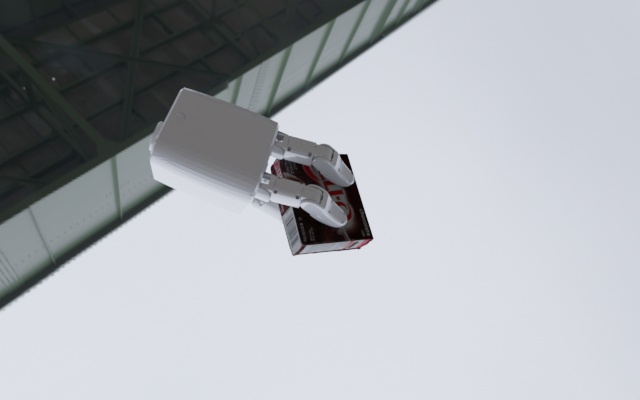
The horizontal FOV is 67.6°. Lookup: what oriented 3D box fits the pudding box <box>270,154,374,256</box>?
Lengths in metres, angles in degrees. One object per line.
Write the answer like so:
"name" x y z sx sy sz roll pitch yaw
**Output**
"pudding box" 0.000 0.002 0.534 0.090 0.113 0.039 -3 -23 -28
